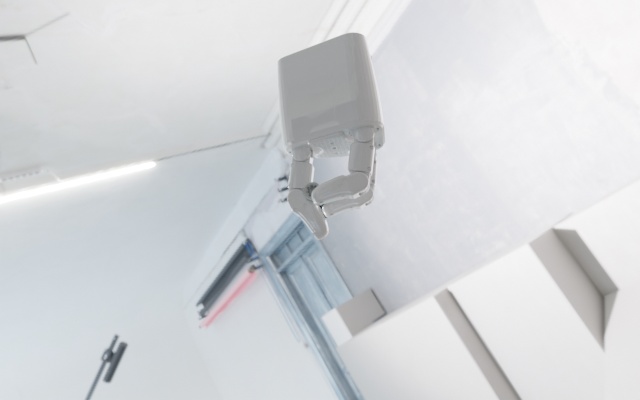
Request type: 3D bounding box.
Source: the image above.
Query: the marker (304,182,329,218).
[{"bbox_3d":[0.000,0.002,0.552,0.020,0.020,0.121,0,-12,8],"label":"marker"}]
